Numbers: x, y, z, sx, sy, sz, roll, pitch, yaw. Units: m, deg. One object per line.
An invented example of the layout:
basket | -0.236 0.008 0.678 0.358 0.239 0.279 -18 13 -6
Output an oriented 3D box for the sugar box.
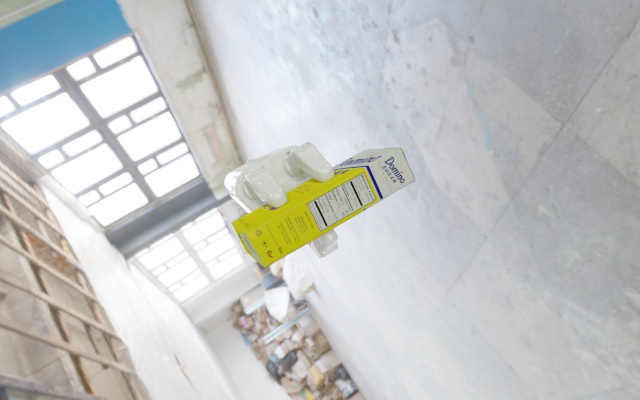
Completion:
sugar box | 0.000 0.001 0.494 0.176 0.048 0.093 -32 14 -15
